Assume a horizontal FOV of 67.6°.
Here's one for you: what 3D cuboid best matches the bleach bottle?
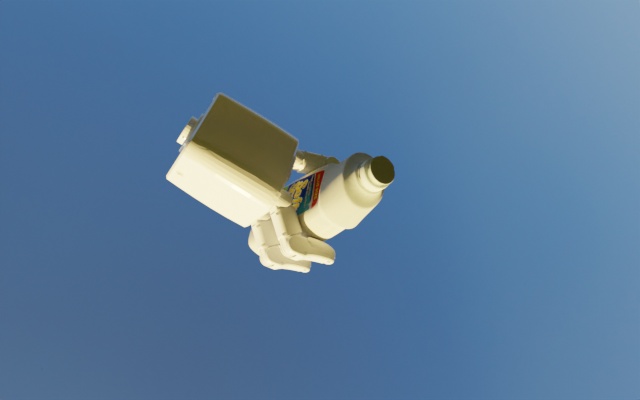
[{"bbox_3d":[0.000,0.002,0.544,0.068,0.102,0.251,33,-30,-17],"label":"bleach bottle"}]
